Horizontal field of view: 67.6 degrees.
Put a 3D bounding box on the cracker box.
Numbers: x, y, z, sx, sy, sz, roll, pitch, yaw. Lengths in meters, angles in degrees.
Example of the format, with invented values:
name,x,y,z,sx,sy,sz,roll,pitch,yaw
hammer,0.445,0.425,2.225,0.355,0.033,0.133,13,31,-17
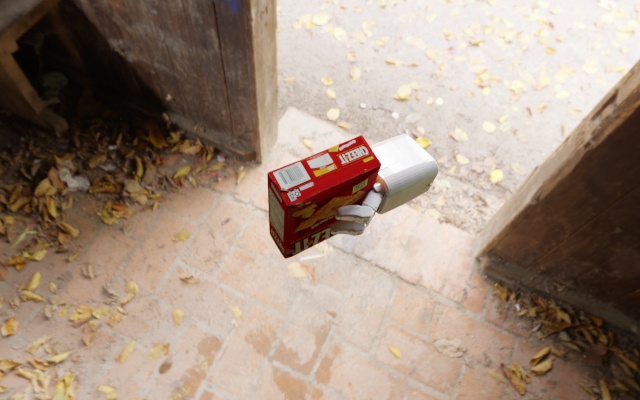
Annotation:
name,x,y,z,sx,sy,sz,roll,pitch,yaw
cracker box,0.000,0.002,0.793,0.164,0.072,0.214,-24,-23,-17
